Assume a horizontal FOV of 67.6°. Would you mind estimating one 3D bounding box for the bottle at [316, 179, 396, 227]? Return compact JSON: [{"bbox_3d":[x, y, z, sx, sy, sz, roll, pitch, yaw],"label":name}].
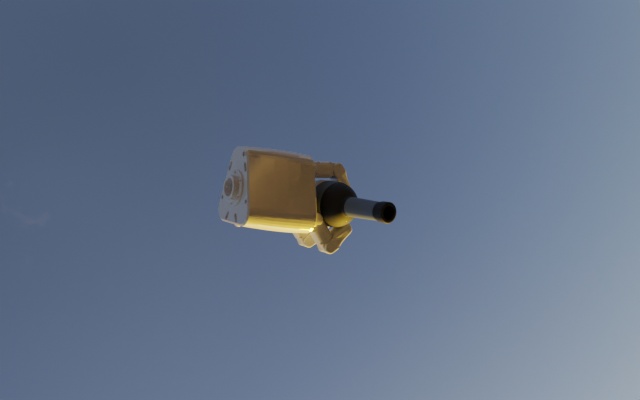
[{"bbox_3d":[0.000,0.002,0.718,0.069,0.069,0.295,0,5,-36],"label":"bottle"}]
